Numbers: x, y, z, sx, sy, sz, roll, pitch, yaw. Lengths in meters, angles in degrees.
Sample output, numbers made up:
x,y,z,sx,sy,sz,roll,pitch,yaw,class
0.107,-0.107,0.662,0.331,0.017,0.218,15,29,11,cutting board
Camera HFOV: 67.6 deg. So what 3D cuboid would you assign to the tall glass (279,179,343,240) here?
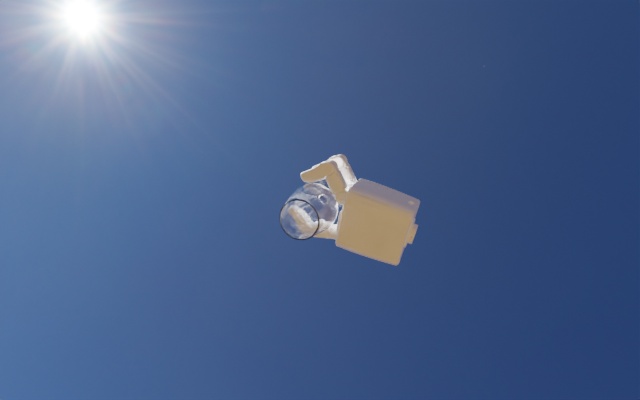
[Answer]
x,y,z,sx,sy,sz,roll,pitch,yaw,class
0.000,0.002,0.775,0.079,0.079,0.201,0,15,19,tall glass
